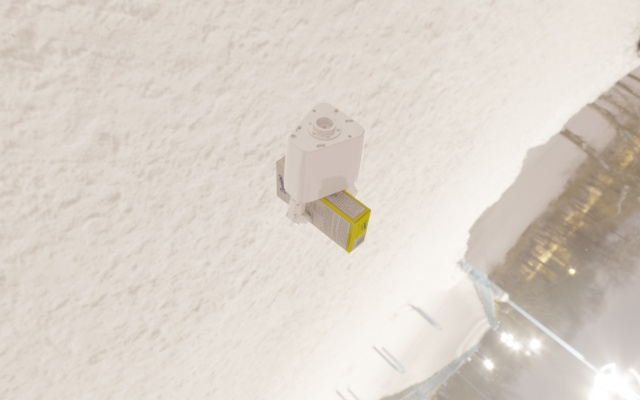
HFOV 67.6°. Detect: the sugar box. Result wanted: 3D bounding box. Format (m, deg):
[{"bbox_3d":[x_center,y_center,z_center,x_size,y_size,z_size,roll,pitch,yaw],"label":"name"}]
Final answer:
[{"bbox_3d":[0.001,0.002,0.795,0.048,0.093,0.176,-36,63,-28],"label":"sugar box"}]
